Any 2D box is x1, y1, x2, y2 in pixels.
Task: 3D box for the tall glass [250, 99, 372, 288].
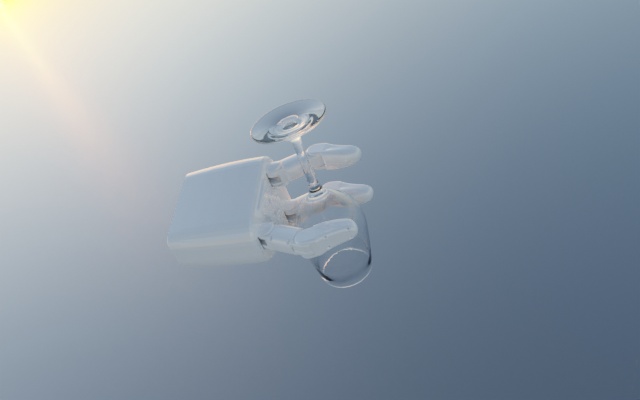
[{"bbox_3d":[0.000,0.001,0.495,0.079,0.201,0.079,-15,36,11],"label":"tall glass"}]
